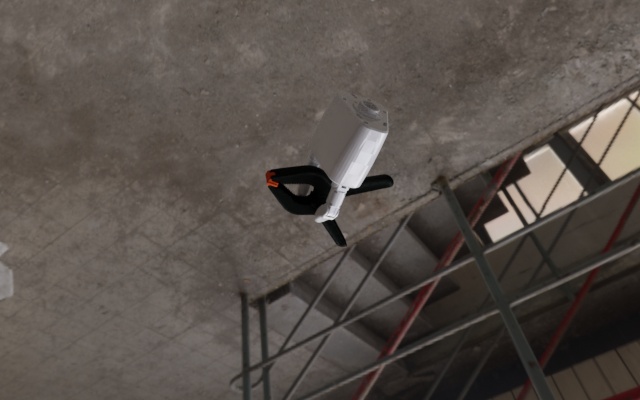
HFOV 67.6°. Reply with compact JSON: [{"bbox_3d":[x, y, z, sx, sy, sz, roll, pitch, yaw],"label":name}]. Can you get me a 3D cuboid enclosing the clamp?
[{"bbox_3d":[0.000,0.003,0.809,0.210,0.165,0.036,13,32,-22],"label":"clamp"}]
